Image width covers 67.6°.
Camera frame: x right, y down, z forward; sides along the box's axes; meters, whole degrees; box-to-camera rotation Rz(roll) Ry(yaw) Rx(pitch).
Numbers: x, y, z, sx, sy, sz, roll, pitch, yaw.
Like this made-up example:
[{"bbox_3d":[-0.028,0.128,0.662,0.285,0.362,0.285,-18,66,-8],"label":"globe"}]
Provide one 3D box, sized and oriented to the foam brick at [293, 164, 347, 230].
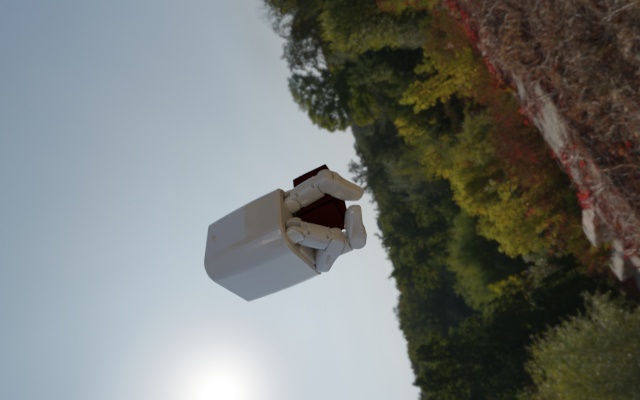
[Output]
[{"bbox_3d":[0.000,0.002,0.607,0.051,0.053,0.078,-25,36,12],"label":"foam brick"}]
